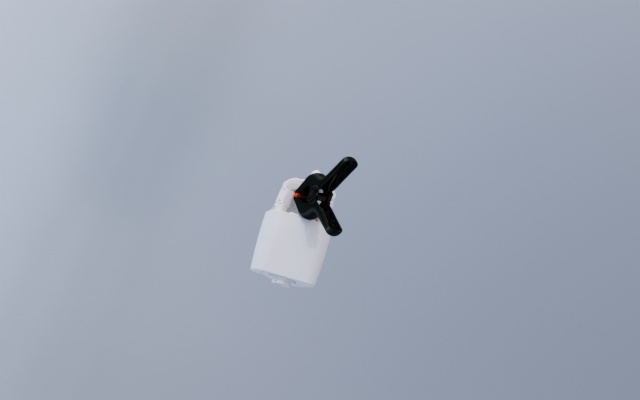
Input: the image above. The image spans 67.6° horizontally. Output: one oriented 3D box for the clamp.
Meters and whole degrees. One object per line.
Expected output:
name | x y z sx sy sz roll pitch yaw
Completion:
clamp | 0.000 0.002 0.763 0.039 0.120 0.171 22 -18 -22
